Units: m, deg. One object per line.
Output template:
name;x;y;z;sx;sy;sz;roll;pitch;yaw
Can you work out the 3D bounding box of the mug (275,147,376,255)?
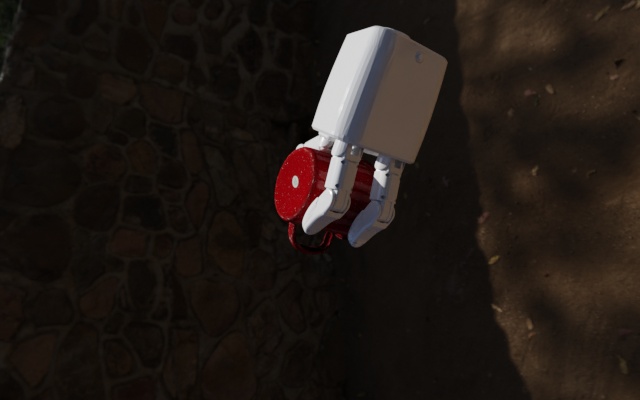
mug;-0.001;0.003;0.517;0.081;0.117;0.093;15;8;-32
